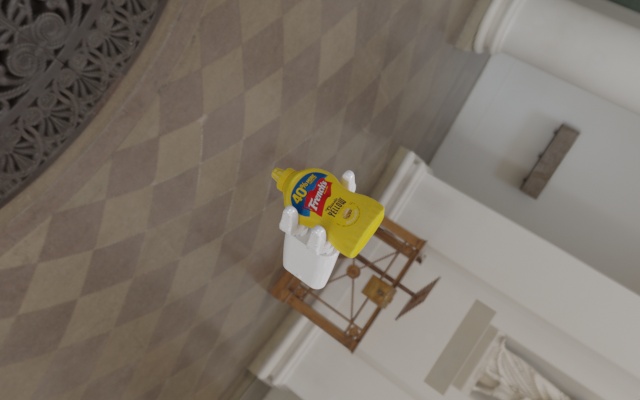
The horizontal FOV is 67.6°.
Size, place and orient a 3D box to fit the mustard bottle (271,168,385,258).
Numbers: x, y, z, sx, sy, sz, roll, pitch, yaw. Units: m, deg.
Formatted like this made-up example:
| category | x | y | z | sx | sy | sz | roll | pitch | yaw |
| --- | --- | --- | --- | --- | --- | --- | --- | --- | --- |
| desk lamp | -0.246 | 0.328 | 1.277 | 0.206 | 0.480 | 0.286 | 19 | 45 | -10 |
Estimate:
| category | x | y | z | sx | sy | sz | roll | pitch | yaw |
| --- | --- | --- | --- | --- | --- | --- | --- | --- | --- |
| mustard bottle | 0.000 | 0.002 | 0.766 | 0.191 | 0.096 | 0.058 | 33 | -15 | 18 |
